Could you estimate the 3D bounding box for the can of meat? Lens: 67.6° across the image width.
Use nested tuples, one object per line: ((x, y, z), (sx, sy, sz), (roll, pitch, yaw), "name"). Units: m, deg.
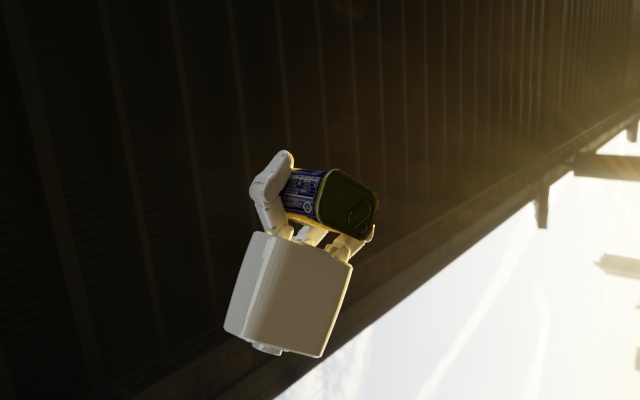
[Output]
((0.000, 0.002, 0.520), (0.084, 0.057, 0.102), (9, -11, 40), "can of meat")
